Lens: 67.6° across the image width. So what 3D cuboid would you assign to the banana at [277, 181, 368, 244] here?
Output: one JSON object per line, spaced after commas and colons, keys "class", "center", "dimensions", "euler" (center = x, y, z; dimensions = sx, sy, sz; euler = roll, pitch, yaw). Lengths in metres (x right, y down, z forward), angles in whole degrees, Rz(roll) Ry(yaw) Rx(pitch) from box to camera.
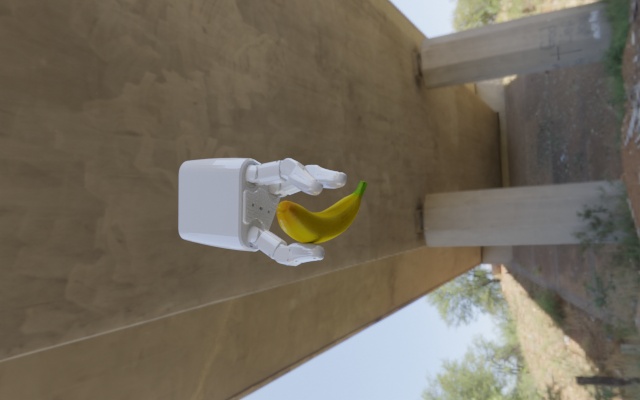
{"class": "banana", "center": [0.001, 0.020, 0.586], "dimensions": [0.037, 0.070, 0.198], "euler": [10, 14, 28]}
